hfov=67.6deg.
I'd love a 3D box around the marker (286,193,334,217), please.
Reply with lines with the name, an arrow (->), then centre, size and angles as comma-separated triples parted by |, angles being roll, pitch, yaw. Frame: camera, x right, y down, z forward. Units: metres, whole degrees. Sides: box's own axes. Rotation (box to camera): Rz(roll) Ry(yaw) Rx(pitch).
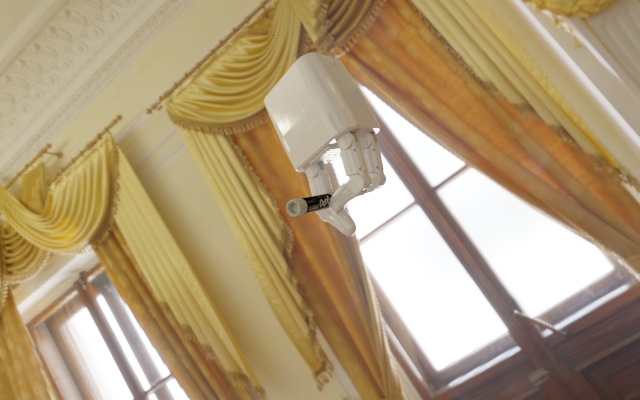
marker -> 0.000, 0.002, 0.562 | 0.020, 0.020, 0.121 | 0, 6, 30
